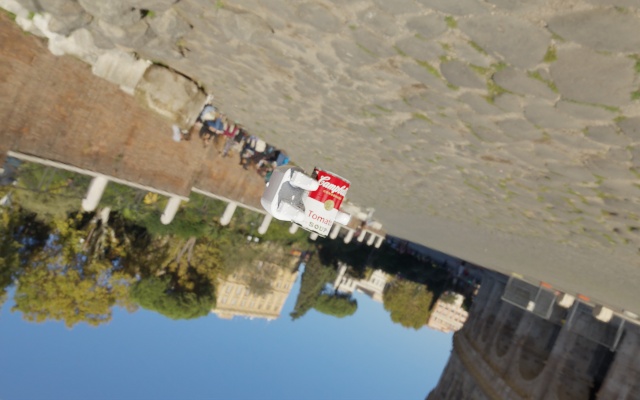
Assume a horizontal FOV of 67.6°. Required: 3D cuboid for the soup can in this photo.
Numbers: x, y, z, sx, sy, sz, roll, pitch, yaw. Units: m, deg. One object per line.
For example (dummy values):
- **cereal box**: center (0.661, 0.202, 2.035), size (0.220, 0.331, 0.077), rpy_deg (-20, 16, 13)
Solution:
- **soup can**: center (0.000, 0.003, 0.806), size (0.068, 0.102, 0.068), rpy_deg (24, -1, 1)
